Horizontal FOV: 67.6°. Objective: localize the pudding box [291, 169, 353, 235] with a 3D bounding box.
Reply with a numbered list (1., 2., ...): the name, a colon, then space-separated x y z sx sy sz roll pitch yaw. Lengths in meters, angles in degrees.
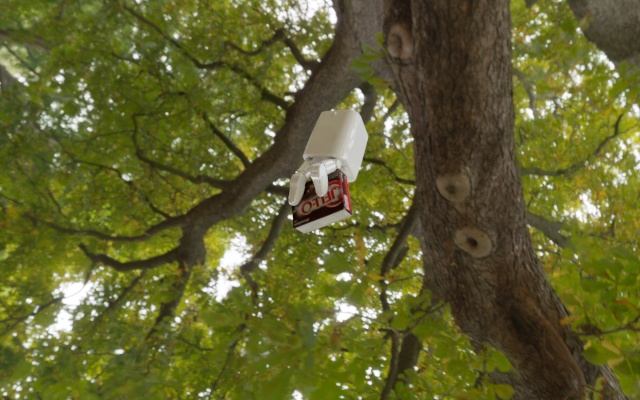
1. pudding box: 0.000 0.003 0.893 0.113 0.090 0.039 -24 -37 24
